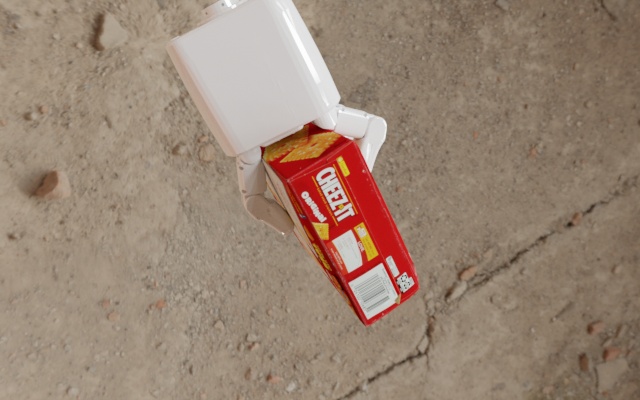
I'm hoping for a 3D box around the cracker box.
[{"bbox_3d":[0.000,0.002,0.490,0.072,0.164,0.213,-31,25,-8],"label":"cracker box"}]
